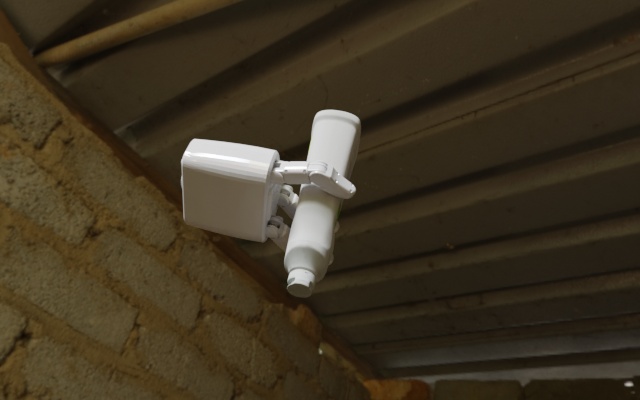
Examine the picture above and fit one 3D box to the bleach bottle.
[{"bbox_3d":[0.000,0.002,0.600,0.068,0.250,0.103,9,-41,5],"label":"bleach bottle"}]
